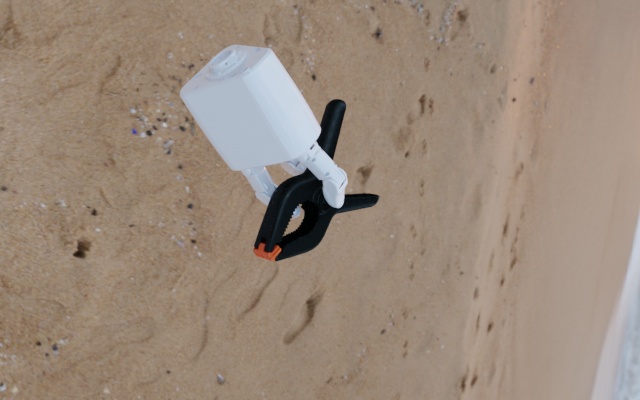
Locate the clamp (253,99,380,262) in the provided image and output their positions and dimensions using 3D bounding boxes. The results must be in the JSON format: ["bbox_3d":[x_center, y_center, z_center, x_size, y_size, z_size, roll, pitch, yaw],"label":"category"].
[{"bbox_3d":[0.000,0.002,0.587,0.036,0.210,0.165,9,-37,42],"label":"clamp"}]
